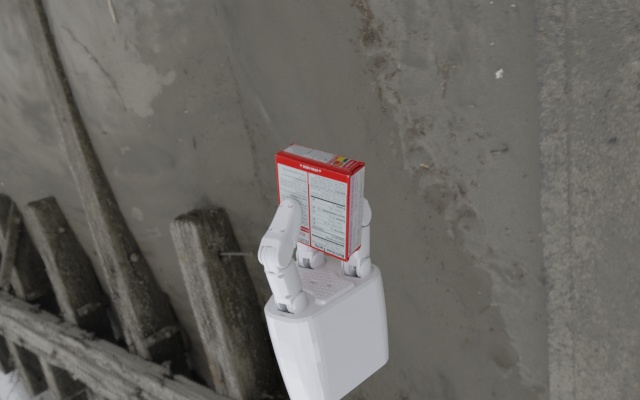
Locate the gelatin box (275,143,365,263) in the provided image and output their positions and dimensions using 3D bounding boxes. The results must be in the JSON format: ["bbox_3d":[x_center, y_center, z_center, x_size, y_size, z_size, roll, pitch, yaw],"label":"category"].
[{"bbox_3d":[0.000,0.001,0.417,0.073,0.089,0.030,18,37,28],"label":"gelatin box"}]
